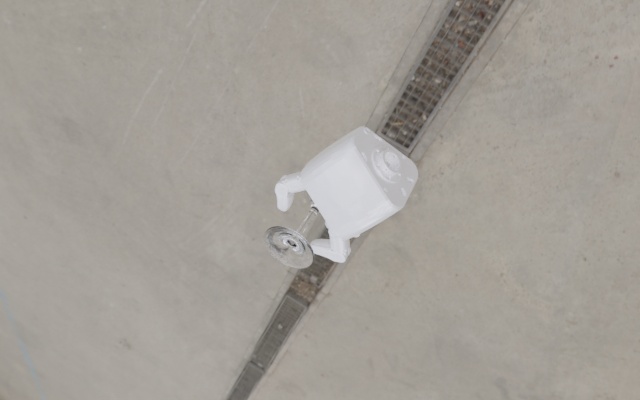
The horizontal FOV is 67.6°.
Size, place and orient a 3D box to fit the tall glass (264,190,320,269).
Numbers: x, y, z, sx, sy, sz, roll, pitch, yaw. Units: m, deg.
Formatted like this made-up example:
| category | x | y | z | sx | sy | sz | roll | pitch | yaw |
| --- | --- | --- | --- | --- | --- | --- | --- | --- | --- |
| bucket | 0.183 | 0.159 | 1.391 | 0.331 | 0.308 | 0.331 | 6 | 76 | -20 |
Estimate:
| category | x | y | z | sx | sy | sz | roll | pitch | yaw |
| --- | --- | --- | --- | --- | --- | --- | --- | --- | --- |
| tall glass | 0.000 | 0.003 | 0.694 | 0.079 | 0.079 | 0.201 | 0 | 37 | 32 |
